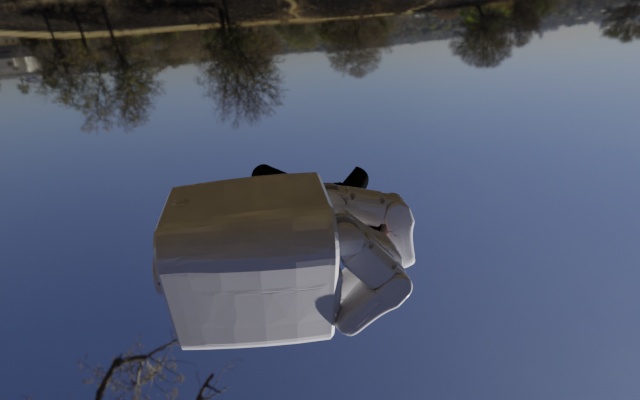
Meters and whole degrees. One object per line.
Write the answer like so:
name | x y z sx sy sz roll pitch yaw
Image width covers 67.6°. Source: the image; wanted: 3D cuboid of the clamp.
clamp | 0.000 0.002 0.423 0.120 0.039 0.171 -2 20 -8
